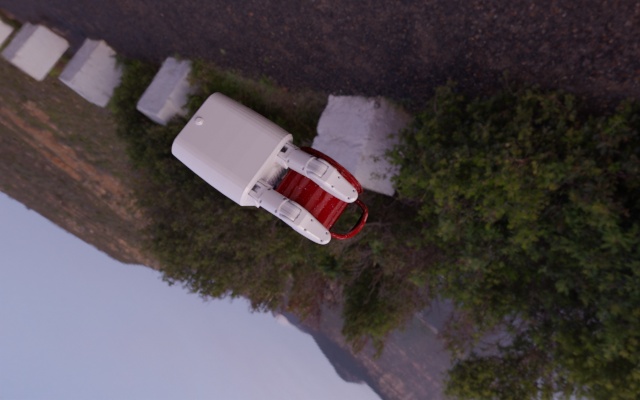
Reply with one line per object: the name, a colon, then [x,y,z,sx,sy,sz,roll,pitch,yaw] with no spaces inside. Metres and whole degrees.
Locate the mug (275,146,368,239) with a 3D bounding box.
mug: [0.001,0.003,0.571,0.117,0.081,0.093,34,-10,10]
